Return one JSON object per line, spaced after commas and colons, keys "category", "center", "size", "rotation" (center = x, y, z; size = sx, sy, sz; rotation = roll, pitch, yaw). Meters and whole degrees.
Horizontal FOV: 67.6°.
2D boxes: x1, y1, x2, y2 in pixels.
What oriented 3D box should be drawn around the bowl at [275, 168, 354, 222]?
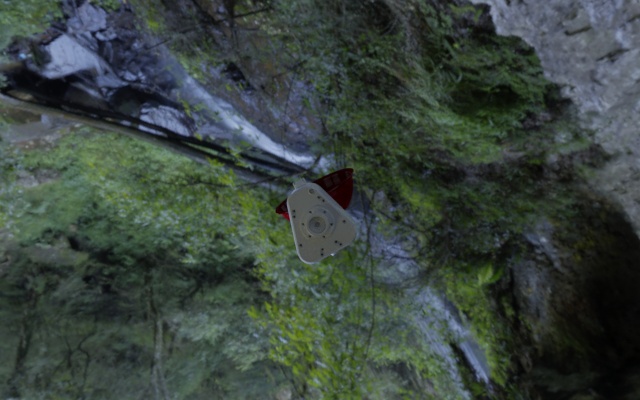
{"category": "bowl", "center": [0.001, 0.003, 0.874], "size": [0.162, 0.055, 0.162], "rotation": [-28, 13, 7]}
